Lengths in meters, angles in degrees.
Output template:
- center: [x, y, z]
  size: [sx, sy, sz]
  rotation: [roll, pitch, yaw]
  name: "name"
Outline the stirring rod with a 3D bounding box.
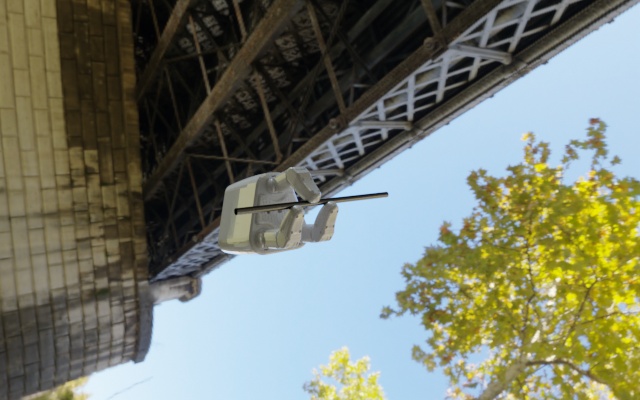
- center: [0.000, 0.002, 0.603]
  size: [0.239, 0.011, 0.011]
  rotation: [-6, 4, -38]
  name: "stirring rod"
